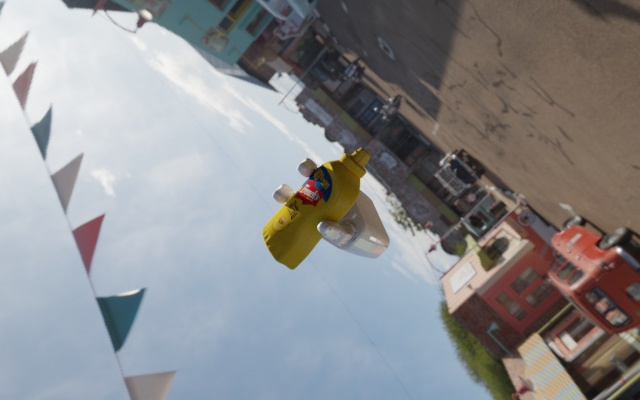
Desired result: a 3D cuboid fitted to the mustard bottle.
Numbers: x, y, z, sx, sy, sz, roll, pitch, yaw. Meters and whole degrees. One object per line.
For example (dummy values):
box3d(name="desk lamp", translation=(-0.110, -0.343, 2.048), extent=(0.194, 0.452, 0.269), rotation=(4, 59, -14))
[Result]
box3d(name="mustard bottle", translation=(0.000, 0.002, 0.675), extent=(0.058, 0.191, 0.096), rotation=(37, 12, -30))
